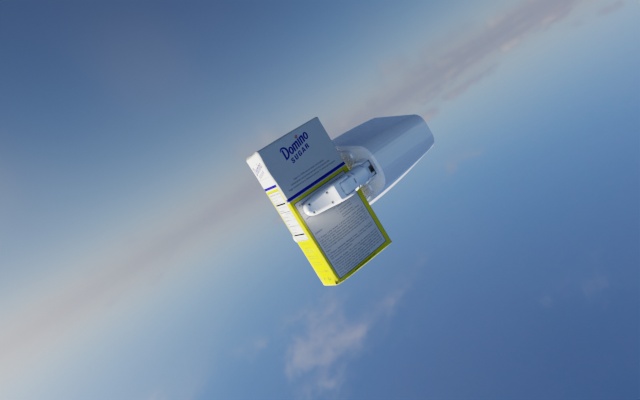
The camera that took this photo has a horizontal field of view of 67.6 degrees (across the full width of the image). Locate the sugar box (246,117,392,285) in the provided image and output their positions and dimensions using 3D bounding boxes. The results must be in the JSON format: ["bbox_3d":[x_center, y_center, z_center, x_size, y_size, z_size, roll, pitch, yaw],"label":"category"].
[{"bbox_3d":[0.000,0.002,0.560,0.093,0.176,0.048,-34,6,-27],"label":"sugar box"}]
